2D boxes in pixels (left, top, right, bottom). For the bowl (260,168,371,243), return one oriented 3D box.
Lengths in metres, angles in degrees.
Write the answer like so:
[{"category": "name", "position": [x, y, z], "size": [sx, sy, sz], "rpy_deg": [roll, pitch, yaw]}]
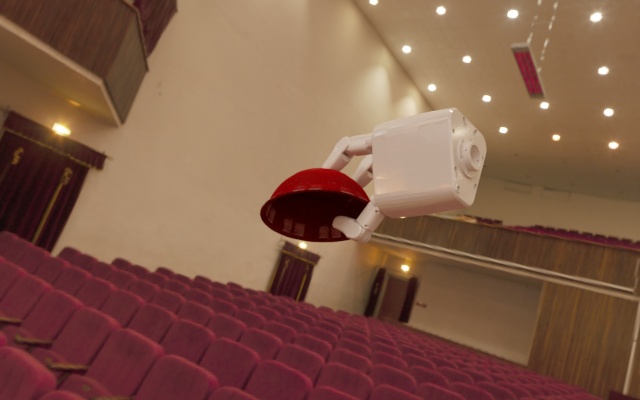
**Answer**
[{"category": "bowl", "position": [-0.001, 0.002, 0.657], "size": [0.162, 0.055, 0.162], "rpy_deg": [1, -28, 1]}]
